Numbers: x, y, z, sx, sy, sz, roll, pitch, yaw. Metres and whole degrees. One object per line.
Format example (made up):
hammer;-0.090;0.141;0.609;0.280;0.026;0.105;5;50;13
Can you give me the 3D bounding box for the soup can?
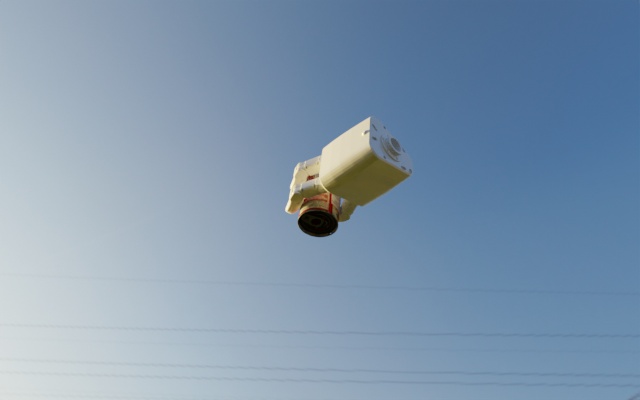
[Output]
soup can;0.000;0.003;0.821;0.068;0.102;0.069;4;-43;4
